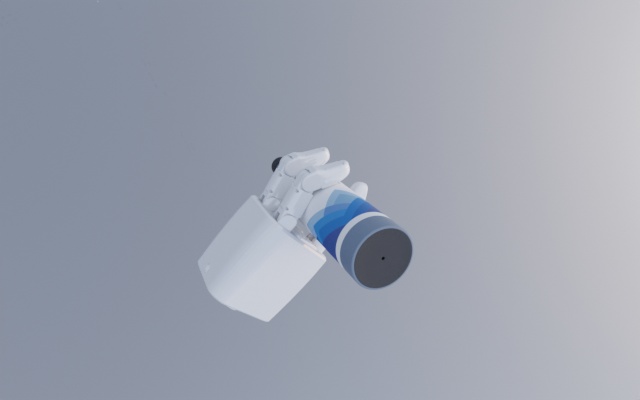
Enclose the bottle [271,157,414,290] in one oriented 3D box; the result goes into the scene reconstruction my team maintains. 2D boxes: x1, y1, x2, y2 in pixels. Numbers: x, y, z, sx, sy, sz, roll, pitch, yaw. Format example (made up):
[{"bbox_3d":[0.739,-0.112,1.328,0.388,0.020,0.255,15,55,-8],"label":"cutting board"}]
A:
[{"bbox_3d":[0.000,0.002,0.564,0.069,0.069,0.295,0,21,-25],"label":"bottle"}]
